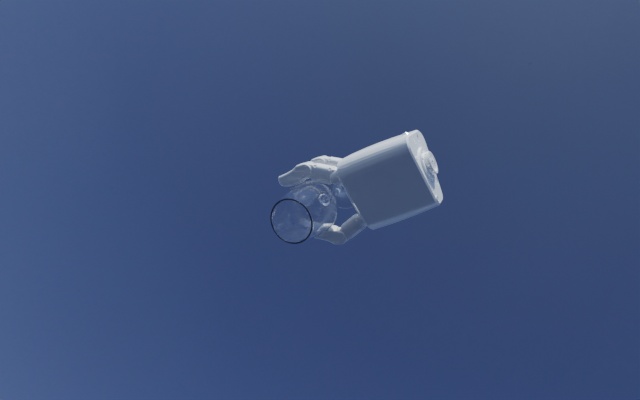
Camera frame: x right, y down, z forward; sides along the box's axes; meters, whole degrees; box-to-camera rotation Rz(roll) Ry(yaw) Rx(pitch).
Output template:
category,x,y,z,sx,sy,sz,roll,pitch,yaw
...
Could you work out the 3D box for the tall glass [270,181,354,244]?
category,x,y,z,sx,sy,sz,roll,pitch,yaw
tall glass,0.000,0.002,0.707,0.079,0.079,0.201,0,15,24
